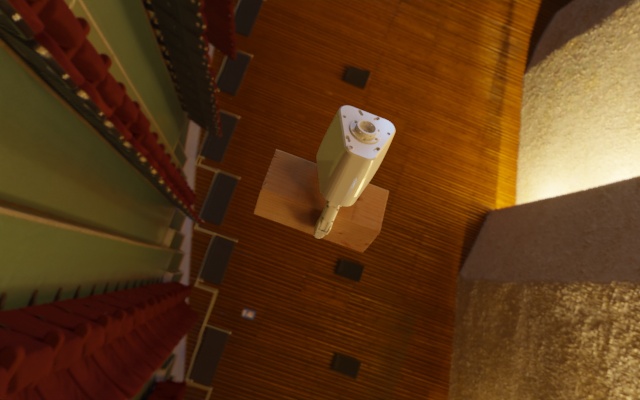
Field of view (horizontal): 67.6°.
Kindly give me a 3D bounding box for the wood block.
[{"bbox_3d":[0.000,0.003,0.824,0.206,0.090,0.090,20,-31,-5],"label":"wood block"}]
